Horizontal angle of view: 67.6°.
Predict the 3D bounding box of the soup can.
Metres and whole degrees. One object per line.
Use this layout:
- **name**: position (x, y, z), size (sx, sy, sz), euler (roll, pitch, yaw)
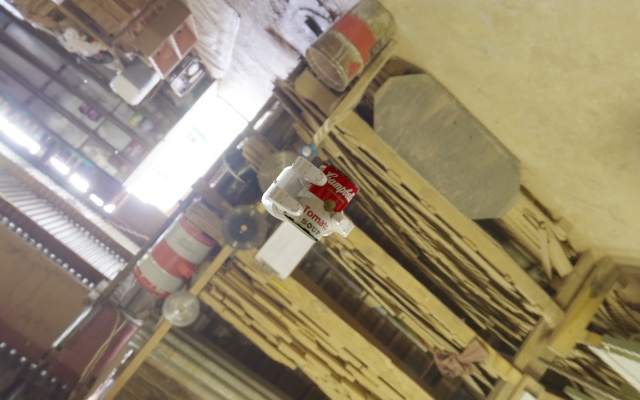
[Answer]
- **soup can**: position (0.000, 0.003, 0.707), size (0.068, 0.102, 0.068), euler (38, -7, 6)
